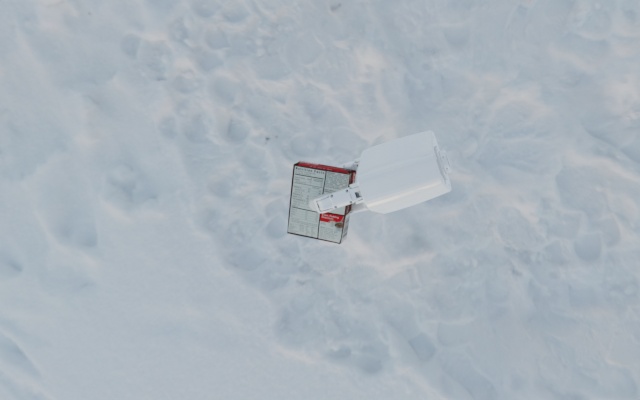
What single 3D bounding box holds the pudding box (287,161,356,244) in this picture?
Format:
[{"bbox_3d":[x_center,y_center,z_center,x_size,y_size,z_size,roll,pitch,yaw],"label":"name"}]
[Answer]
[{"bbox_3d":[0.000,0.002,0.721,0.090,0.113,0.039,11,14,14],"label":"pudding box"}]
